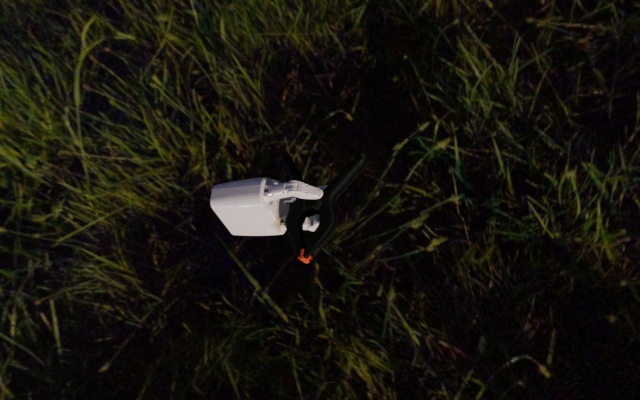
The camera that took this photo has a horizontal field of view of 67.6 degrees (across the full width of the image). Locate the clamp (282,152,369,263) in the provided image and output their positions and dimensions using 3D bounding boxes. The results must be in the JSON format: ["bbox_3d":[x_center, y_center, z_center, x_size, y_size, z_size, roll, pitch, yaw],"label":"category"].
[{"bbox_3d":[0.000,0.003,0.821,0.164,0.210,0.036,-5,-24,21],"label":"clamp"}]
